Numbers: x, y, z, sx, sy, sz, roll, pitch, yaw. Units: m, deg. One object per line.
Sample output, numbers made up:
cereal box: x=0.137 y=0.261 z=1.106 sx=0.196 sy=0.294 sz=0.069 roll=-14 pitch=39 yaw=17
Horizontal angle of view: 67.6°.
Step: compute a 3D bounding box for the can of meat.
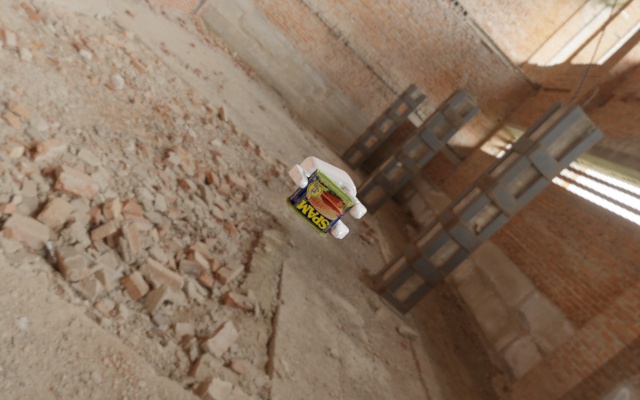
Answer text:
can of meat: x=0.000 y=0.003 z=0.897 sx=0.102 sy=0.084 sz=0.057 roll=41 pitch=12 yaw=-14
